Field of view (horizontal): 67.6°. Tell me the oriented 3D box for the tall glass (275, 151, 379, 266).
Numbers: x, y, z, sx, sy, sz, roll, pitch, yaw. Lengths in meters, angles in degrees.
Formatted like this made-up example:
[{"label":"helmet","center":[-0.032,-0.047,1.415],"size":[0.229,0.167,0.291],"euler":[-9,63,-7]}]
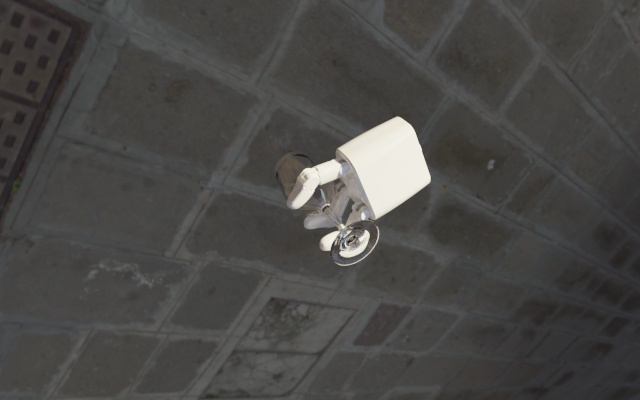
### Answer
[{"label":"tall glass","center":[0.000,0.003,0.694],"size":[0.079,0.079,0.201],"euler":[0,33,-34]}]
